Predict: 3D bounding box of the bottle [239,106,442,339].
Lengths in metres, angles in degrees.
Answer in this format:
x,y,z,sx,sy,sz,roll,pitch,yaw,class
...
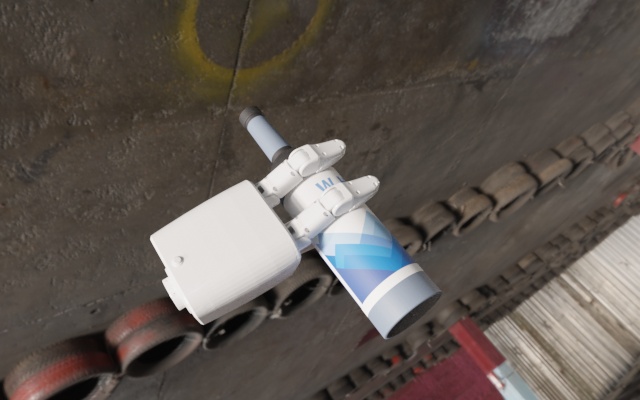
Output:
x,y,z,sx,sy,sz,roll,pitch,yaw,class
0.000,0.002,0.492,0.069,0.069,0.295,0,44,-52,bottle
